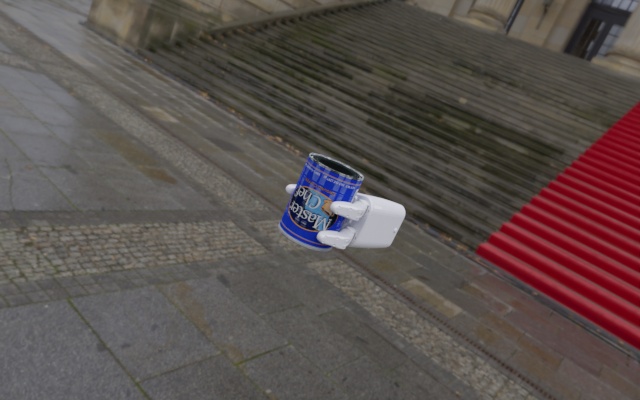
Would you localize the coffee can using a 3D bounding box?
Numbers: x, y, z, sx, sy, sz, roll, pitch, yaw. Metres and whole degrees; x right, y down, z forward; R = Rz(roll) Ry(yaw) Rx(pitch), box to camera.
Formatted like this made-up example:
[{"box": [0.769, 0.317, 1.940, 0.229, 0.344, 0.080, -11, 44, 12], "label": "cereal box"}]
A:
[{"box": [0.000, 0.003, 0.824, 0.103, 0.140, 0.102, 23, 15, -6], "label": "coffee can"}]
